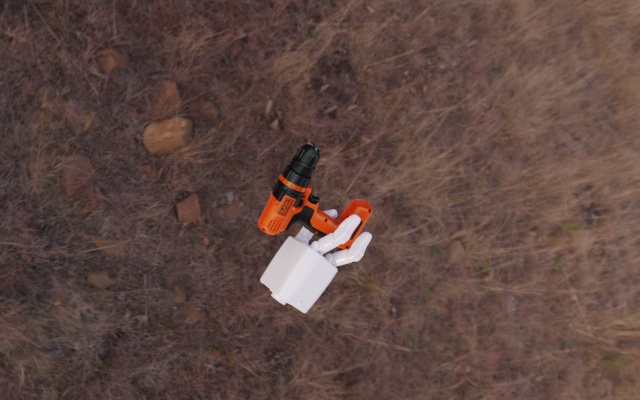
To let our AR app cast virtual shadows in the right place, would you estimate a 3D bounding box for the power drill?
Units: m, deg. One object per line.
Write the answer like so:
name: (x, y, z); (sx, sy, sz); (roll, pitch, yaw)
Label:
power drill: (0.000, 0.003, 0.888); (0.188, 0.184, 0.057); (24, 18, -24)
